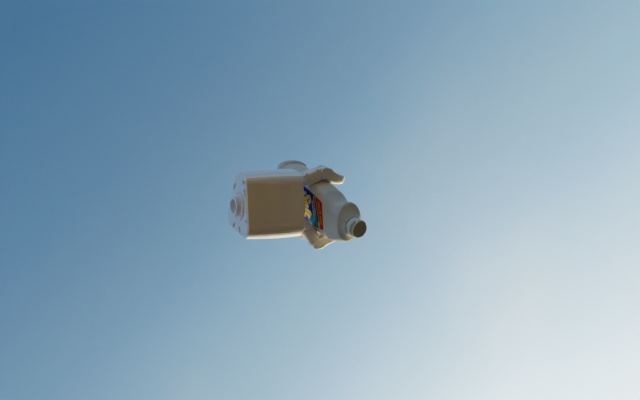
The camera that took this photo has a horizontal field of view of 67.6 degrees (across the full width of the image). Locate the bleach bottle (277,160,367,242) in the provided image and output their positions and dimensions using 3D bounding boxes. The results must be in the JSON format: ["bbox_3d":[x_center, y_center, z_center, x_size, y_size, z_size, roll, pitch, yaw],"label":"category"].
[{"bbox_3d":[0.000,0.003,0.870,0.068,0.102,0.250,-3,18,-32],"label":"bleach bottle"}]
